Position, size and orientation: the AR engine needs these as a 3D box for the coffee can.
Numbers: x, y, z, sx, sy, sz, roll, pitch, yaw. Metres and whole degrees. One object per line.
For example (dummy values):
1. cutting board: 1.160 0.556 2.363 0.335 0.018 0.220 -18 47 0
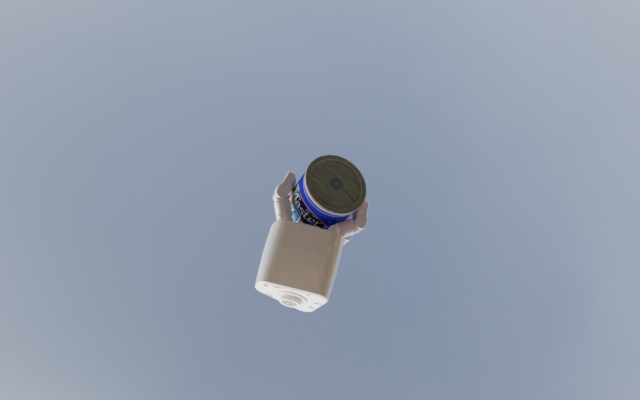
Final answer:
1. coffee can: 0.000 0.002 0.795 0.103 0.102 0.140 0 -24 -23
